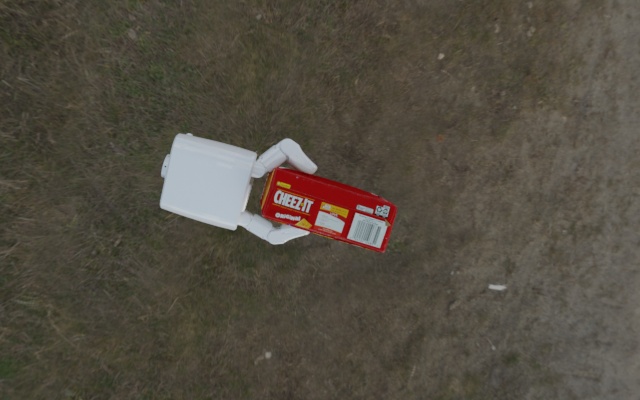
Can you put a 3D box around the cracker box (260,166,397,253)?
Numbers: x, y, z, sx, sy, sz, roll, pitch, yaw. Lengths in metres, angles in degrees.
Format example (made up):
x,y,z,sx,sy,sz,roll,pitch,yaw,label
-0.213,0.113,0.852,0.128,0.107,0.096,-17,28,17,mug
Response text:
x,y,z,sx,sy,sz,roll,pitch,yaw,label
0.000,0.002,0.688,0.164,0.072,0.213,17,3,-9,cracker box
